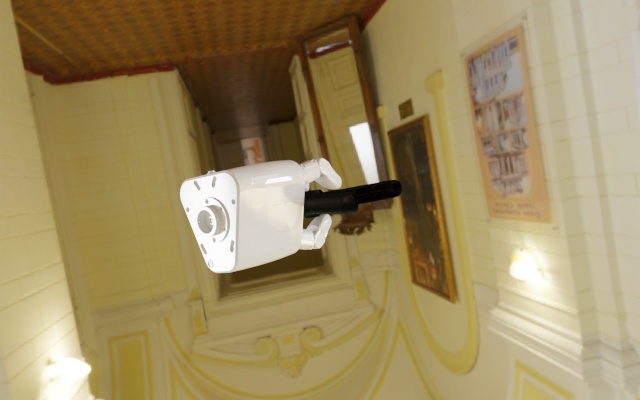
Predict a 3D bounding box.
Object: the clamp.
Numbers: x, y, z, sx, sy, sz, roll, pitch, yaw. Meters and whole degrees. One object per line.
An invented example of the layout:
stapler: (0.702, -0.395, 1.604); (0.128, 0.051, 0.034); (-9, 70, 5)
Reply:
clamp: (0.000, 0.003, 0.656); (0.210, 0.036, 0.164); (-8, 3, 36)
